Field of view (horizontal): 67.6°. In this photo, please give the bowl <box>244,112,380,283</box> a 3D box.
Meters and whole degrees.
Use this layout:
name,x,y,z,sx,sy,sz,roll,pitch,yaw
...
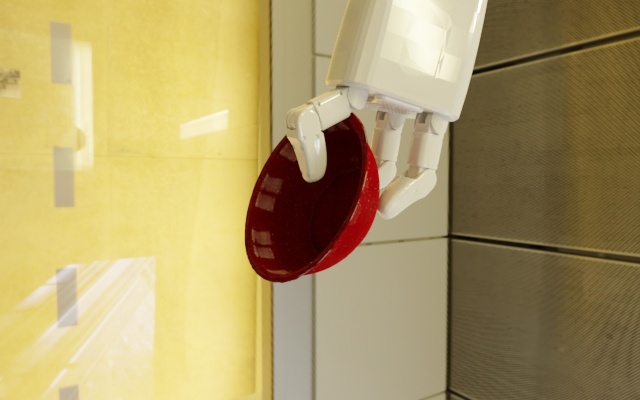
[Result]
name,x,y,z,sx,sy,sz,roll,pitch,yaw
bowl,0.000,0.003,0.426,0.055,0.162,0.162,27,-16,-35
